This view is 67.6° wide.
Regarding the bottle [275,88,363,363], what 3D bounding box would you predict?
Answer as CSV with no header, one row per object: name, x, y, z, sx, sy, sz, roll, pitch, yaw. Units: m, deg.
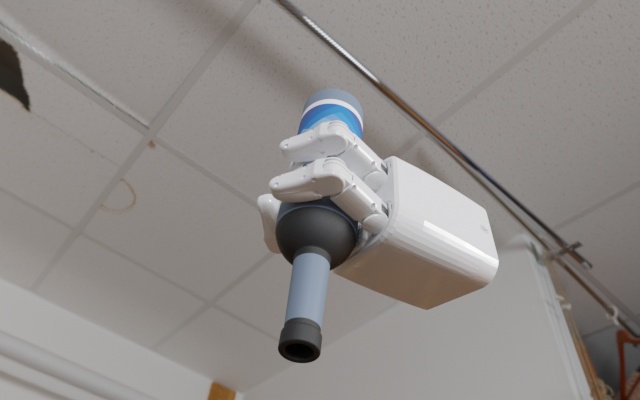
bottle,0.000,0.001,0.413,0.069,0.069,0.295,0,40,7
